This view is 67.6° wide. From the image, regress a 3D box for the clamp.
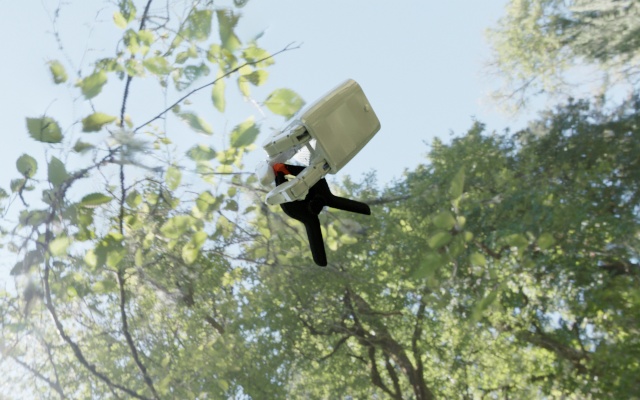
[{"bbox_3d":[0.000,0.002,0.710,0.120,0.171,0.039,-43,26,-20],"label":"clamp"}]
